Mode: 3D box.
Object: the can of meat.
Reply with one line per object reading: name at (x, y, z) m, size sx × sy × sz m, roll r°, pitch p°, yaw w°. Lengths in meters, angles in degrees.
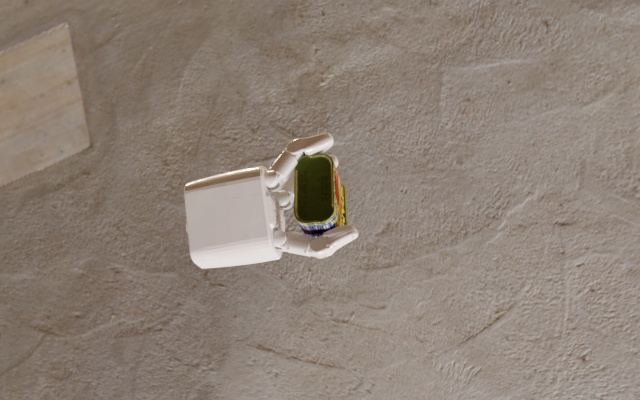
can of meat at (0.000, 0.002, 0.615) m, size 0.057 × 0.102 × 0.084 m, roll -6°, pitch -27°, yaw 10°
